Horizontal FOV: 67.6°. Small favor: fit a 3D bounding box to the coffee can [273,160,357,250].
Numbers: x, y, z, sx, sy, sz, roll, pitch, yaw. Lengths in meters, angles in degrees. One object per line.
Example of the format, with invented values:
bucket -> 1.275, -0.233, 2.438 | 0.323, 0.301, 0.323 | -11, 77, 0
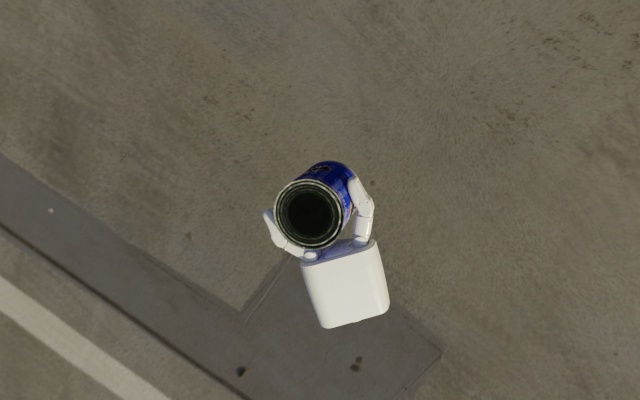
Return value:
coffee can -> 0.000, 0.002, 0.717 | 0.103, 0.103, 0.140 | 0, 15, 15
